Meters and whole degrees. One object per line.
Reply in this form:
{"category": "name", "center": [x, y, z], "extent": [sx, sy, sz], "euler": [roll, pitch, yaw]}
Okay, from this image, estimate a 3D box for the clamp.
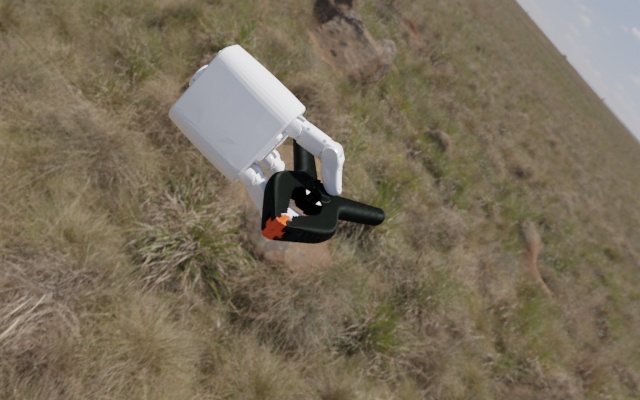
{"category": "clamp", "center": [0.000, 0.001, 0.559], "extent": [0.036, 0.164, 0.210], "euler": [-45, 4, 30]}
